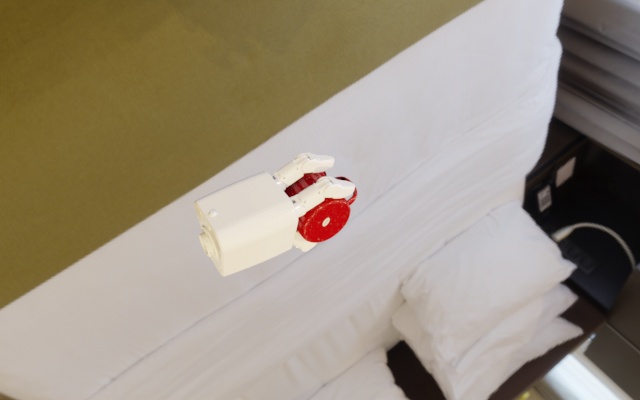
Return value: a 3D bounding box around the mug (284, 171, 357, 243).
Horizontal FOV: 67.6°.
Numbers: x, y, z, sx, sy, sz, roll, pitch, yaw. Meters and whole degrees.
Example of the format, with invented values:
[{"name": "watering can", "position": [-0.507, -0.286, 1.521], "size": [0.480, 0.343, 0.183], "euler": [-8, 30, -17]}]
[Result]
[{"name": "mug", "position": [0.001, 0.002, 0.694], "size": [0.117, 0.093, 0.081], "euler": [-24, 51, -20]}]
